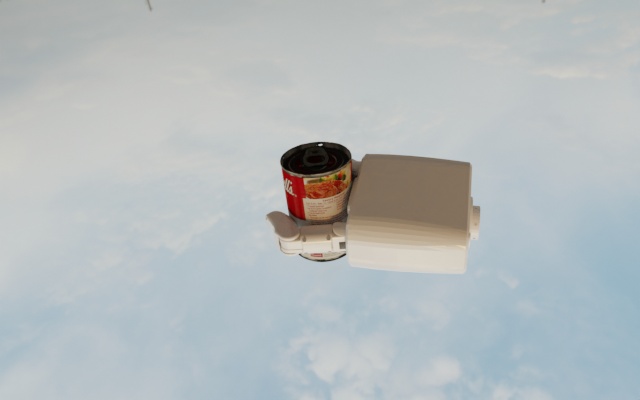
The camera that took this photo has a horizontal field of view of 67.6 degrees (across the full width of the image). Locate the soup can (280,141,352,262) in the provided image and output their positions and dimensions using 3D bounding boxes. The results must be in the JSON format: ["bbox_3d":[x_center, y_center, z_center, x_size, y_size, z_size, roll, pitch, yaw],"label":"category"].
[{"bbox_3d":[0.000,0.002,0.476,0.068,0.102,0.068,-4,32,3],"label":"soup can"}]
